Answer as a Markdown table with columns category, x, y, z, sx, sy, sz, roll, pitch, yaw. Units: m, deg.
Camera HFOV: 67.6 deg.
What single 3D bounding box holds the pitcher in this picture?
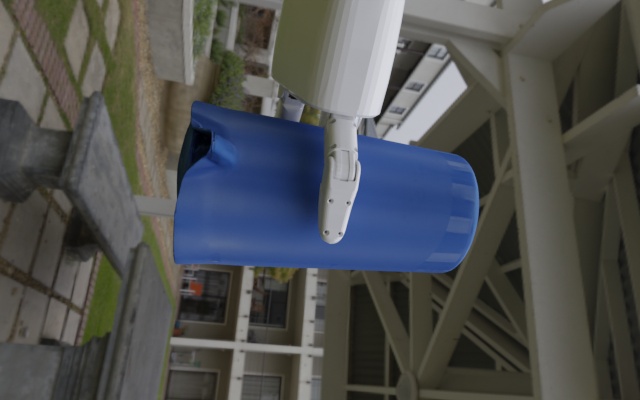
| category | x | y | z | sx | sy | sz | roll | pitch | yaw |
| --- | --- | --- | --- | --- | --- | --- | --- | --- | --- |
| pitcher | 0.000 | 0.001 | 0.420 | 0.243 | 0.145 | 0.149 | 7 | 23 | -11 |
